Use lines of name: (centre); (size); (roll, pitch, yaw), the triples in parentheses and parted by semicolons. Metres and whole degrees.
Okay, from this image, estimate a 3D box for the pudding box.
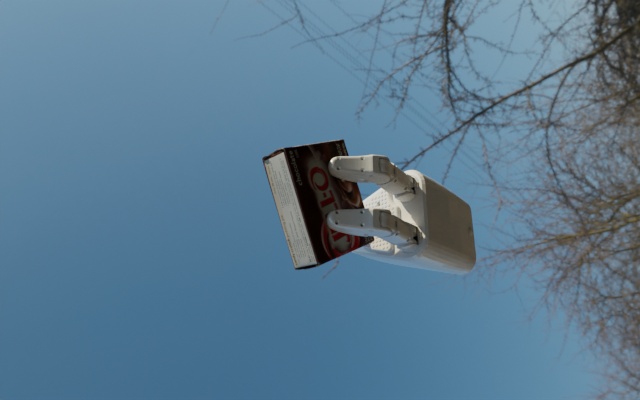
pudding box: (0.000, 0.002, 0.465); (0.039, 0.113, 0.090); (-20, -3, 40)
